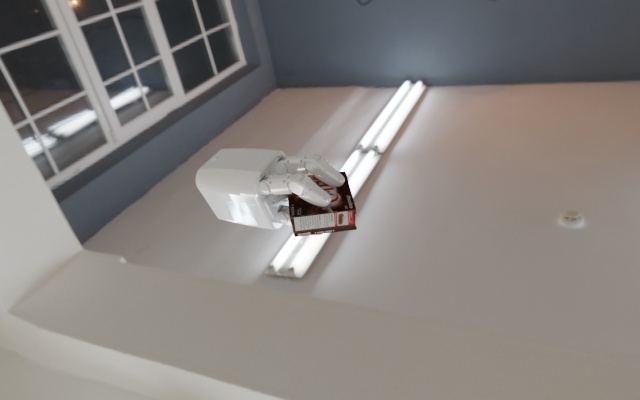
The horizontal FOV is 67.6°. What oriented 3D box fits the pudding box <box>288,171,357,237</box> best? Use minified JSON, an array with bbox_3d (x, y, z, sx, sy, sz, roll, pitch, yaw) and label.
[{"bbox_3d":[0.000,0.002,0.679,0.090,0.039,0.113,-8,34,-1],"label":"pudding box"}]
